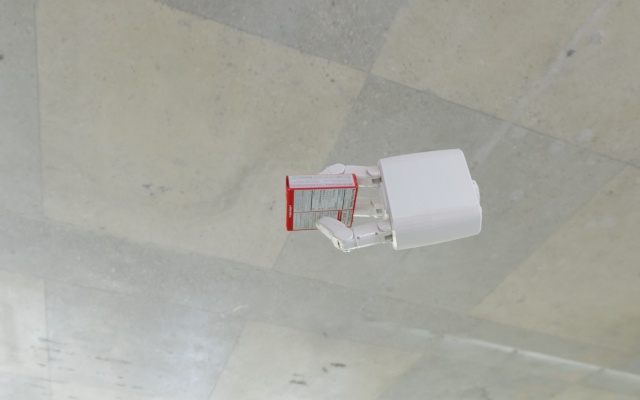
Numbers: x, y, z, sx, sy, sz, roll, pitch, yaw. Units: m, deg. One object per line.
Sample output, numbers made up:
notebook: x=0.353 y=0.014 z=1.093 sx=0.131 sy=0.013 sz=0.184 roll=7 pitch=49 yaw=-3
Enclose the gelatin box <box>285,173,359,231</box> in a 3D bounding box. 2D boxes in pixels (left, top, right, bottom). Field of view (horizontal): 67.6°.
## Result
gelatin box: x=0.000 y=0.002 z=0.607 sx=0.089 sy=0.073 sz=0.030 roll=-3 pitch=43 yaw=-8
